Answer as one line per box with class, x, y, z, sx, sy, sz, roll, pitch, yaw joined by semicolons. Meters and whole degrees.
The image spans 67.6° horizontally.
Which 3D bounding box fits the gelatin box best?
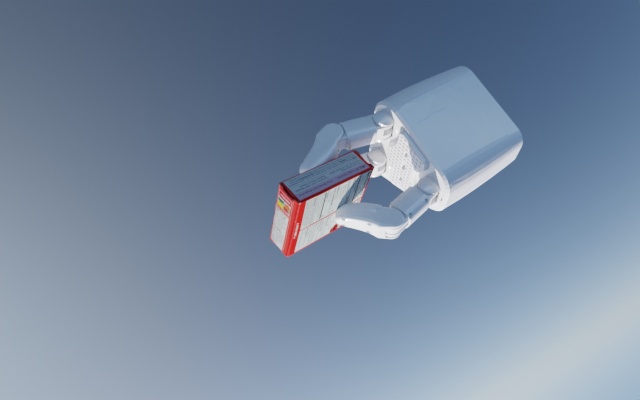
gelatin box;0.000;0.002;0.427;0.089;0.073;0.030;-27;60;-34
